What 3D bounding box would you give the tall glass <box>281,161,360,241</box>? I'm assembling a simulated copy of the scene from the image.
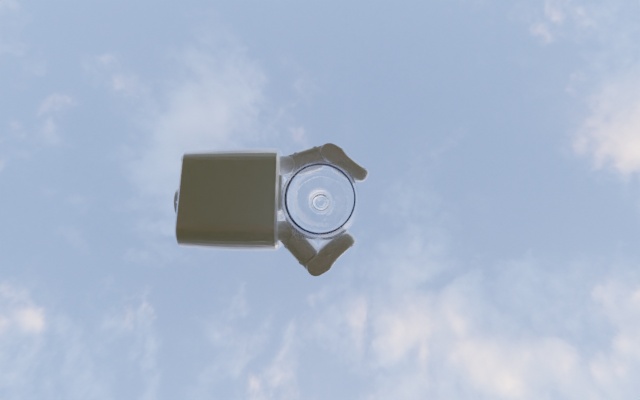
[{"bbox_3d":[0.000,0.002,0.508,0.079,0.079,0.201,0,-2,0],"label":"tall glass"}]
